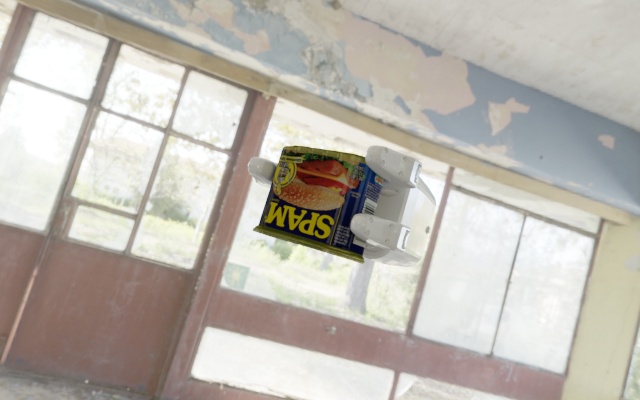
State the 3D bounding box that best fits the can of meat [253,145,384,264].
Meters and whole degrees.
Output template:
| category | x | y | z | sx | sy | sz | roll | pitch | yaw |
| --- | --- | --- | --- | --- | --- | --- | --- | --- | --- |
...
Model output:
| category | x | y | z | sx | sy | sz | roll | pitch | yaw |
| --- | --- | --- | --- | --- | --- | --- | --- | --- | --- |
| can of meat | 0.000 | 0.001 | 0.421 | 0.102 | 0.084 | 0.057 | 13 | -7 | 34 |
